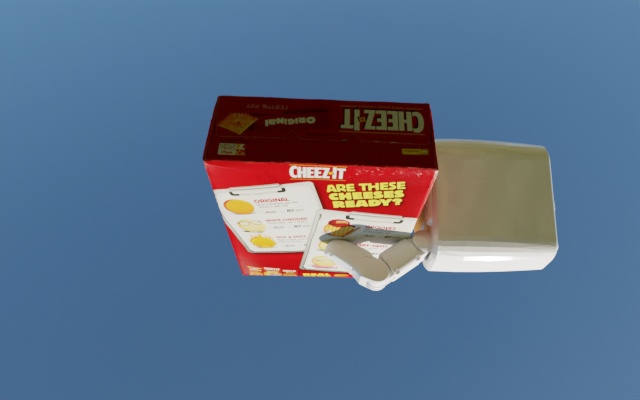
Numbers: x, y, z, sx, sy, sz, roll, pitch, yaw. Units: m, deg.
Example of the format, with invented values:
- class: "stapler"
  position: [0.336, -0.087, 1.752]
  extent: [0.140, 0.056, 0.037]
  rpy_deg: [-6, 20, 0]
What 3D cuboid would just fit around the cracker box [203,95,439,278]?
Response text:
- class: "cracker box"
  position: [0.000, 0.002, 0.431]
  extent: [0.164, 0.072, 0.214]
  rpy_deg: [2, -30, 0]
